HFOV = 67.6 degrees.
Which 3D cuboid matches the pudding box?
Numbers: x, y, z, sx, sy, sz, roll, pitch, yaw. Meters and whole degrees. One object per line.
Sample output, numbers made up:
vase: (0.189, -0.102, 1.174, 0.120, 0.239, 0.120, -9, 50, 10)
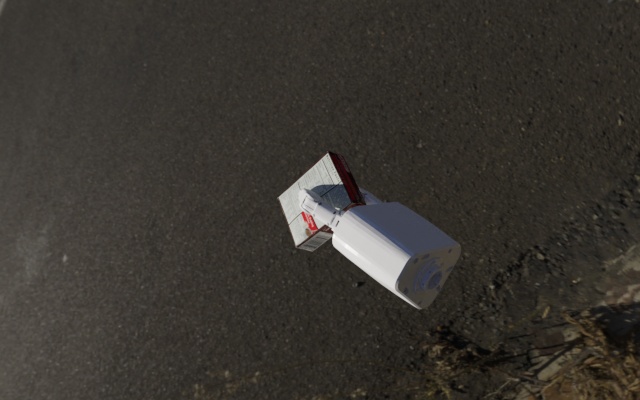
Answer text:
pudding box: (0.000, 0.002, 0.652, 0.113, 0.090, 0.039, -39, -34, 27)
